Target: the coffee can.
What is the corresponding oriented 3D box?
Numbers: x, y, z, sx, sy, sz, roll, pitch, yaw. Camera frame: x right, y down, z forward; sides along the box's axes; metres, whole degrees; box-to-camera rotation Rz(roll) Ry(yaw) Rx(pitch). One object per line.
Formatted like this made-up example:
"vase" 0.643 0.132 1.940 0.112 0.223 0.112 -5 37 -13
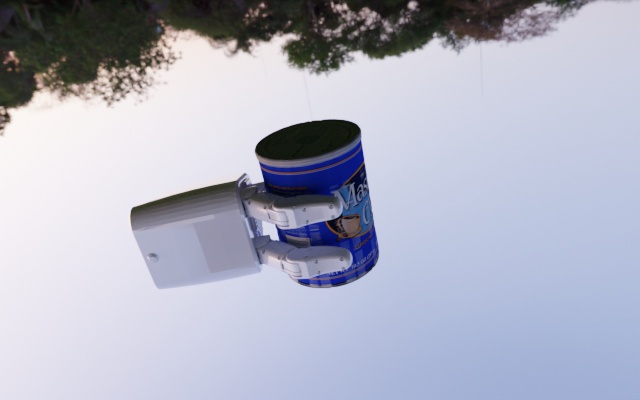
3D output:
"coffee can" 0.000 0.001 0.482 0.103 0.140 0.102 -9 27 5
